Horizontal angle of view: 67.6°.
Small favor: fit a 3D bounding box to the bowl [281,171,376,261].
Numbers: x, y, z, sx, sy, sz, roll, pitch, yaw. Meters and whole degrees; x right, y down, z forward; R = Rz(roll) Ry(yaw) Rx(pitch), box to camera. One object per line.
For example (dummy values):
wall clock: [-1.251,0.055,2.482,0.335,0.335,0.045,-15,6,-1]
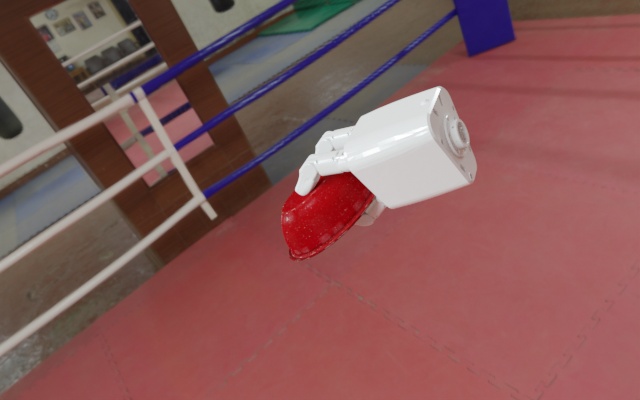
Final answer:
bowl: [-0.001,0.002,0.631,0.055,0.162,0.162,45,-15,-15]
